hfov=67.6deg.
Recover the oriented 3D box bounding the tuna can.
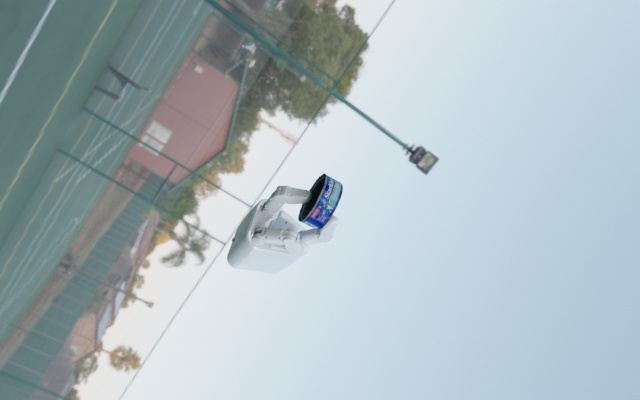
[{"bbox_3d":[0.001,0.003,0.751,0.034,0.086,0.086,28,-7,-14],"label":"tuna can"}]
